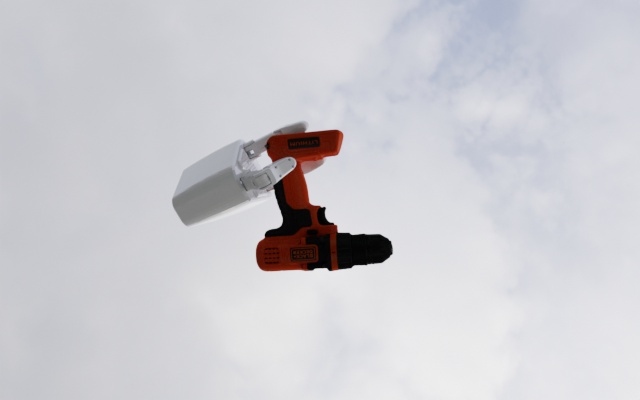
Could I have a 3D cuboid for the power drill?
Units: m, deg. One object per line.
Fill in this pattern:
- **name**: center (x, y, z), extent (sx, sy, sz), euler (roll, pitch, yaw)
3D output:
- **power drill**: center (0.000, 0.002, 0.644), extent (0.184, 0.187, 0.057), euler (-4, -4, 2)
